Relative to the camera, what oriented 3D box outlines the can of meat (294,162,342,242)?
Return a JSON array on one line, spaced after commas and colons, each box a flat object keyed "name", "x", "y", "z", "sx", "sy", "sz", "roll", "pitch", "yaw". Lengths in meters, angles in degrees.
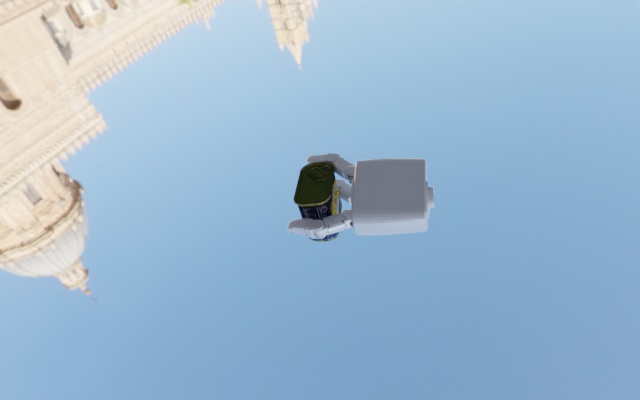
[{"name": "can of meat", "x": 0.000, "y": 0.003, "z": 0.757, "sx": 0.057, "sy": 0.084, "sz": 0.102, "roll": -5, "pitch": 41, "yaw": 13}]
